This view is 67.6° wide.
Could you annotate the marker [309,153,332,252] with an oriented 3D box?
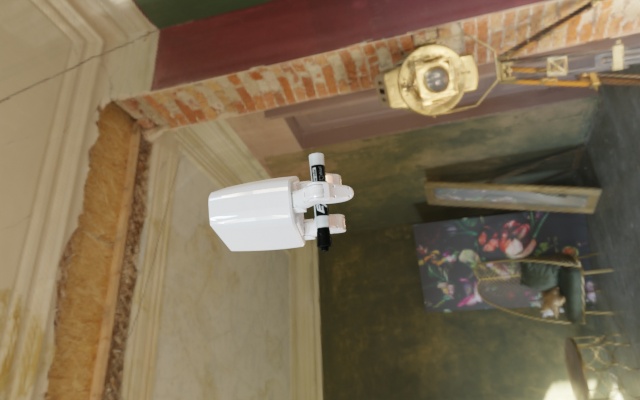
[{"bbox_3d":[0.000,0.002,0.584,0.020,0.121,0.020,-5,-12,-1],"label":"marker"}]
